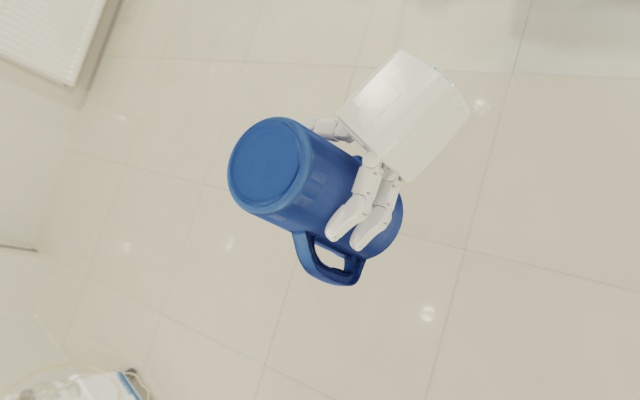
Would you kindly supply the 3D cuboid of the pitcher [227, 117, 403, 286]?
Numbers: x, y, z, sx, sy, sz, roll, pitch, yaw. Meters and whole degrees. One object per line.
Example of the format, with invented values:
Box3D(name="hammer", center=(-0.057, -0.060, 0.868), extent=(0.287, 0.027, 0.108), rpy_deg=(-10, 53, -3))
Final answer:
Box3D(name="pitcher", center=(0.000, 0.002, 0.585), extent=(0.149, 0.145, 0.243), rpy_deg=(49, 12, 31))
